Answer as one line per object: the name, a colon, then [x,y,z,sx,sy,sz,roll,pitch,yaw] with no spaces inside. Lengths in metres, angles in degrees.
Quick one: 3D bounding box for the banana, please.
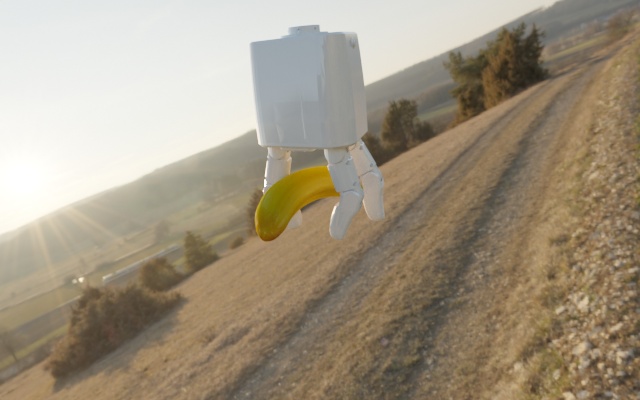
banana: [-0.012,-0.006,0.511,0.069,0.037,0.198,26,28,31]
